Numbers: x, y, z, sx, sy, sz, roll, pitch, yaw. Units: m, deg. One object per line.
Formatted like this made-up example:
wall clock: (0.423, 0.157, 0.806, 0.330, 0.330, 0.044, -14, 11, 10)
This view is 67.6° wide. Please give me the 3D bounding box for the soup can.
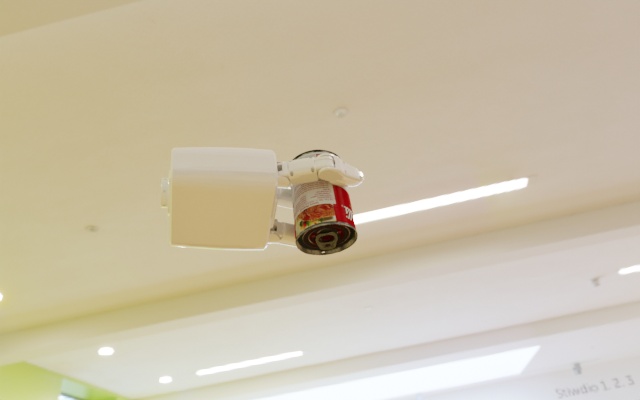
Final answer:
soup can: (0.001, 0.001, 0.543, 0.068, 0.102, 0.069, -6, -34, -4)
